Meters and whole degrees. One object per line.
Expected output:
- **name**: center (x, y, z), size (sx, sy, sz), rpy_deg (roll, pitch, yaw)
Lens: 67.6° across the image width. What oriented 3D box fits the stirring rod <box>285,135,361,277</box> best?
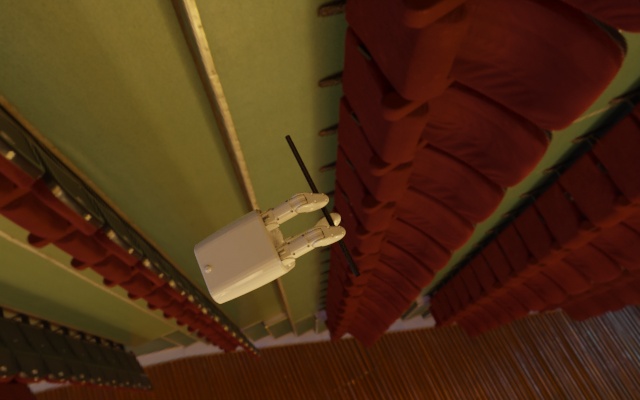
- **stirring rod**: center (0.000, 0.002, 0.693), size (0.011, 0.239, 0.011), rpy_deg (-23, -21, -9)
